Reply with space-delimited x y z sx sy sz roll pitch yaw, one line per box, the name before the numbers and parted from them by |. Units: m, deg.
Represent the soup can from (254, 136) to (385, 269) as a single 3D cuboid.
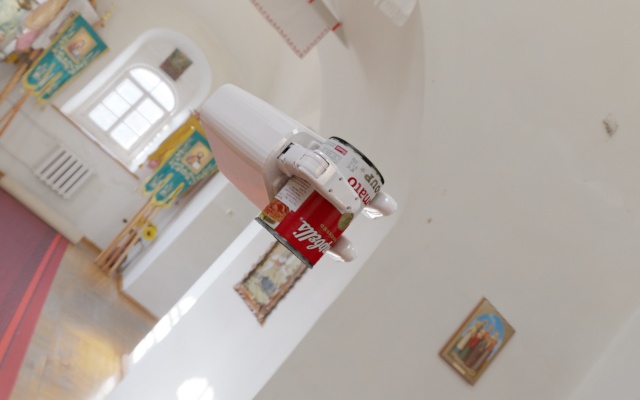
soup can | 0.001 0.001 0.428 0.068 0.102 0.068 41 -8 7
